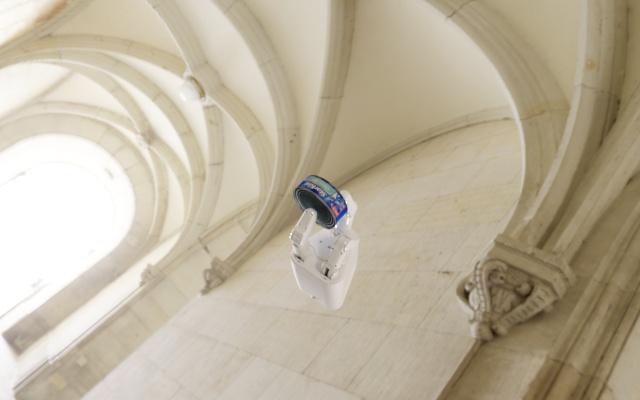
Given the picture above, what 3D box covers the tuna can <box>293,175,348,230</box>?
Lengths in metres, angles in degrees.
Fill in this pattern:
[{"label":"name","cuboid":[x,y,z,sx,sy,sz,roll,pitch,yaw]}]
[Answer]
[{"label":"tuna can","cuboid":[0.000,0.002,0.734,0.033,0.086,0.086,-46,22,-23]}]
